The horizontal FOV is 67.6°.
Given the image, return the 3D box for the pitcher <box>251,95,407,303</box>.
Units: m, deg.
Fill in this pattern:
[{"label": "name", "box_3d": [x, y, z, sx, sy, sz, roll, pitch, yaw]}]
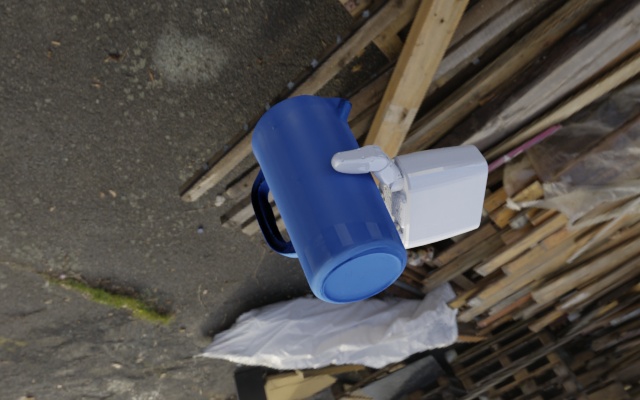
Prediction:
[{"label": "pitcher", "box_3d": [0.000, 0.002, 0.575, 0.145, 0.242, 0.149, -11, -41, -13]}]
